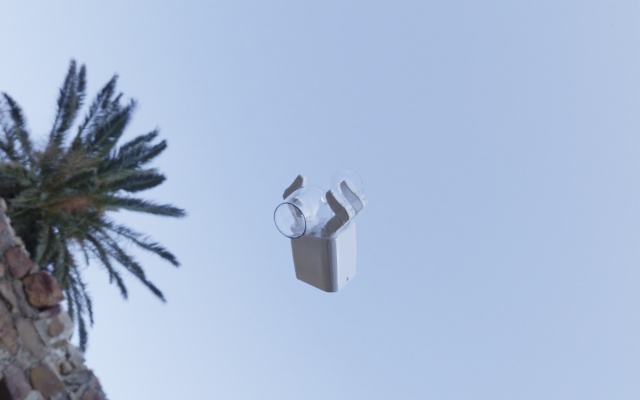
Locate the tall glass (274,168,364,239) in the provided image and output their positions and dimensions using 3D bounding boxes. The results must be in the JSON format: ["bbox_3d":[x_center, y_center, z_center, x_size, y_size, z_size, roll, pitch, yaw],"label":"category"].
[{"bbox_3d":[0.000,0.002,0.839,0.079,0.079,0.201,0,17,31],"label":"tall glass"}]
